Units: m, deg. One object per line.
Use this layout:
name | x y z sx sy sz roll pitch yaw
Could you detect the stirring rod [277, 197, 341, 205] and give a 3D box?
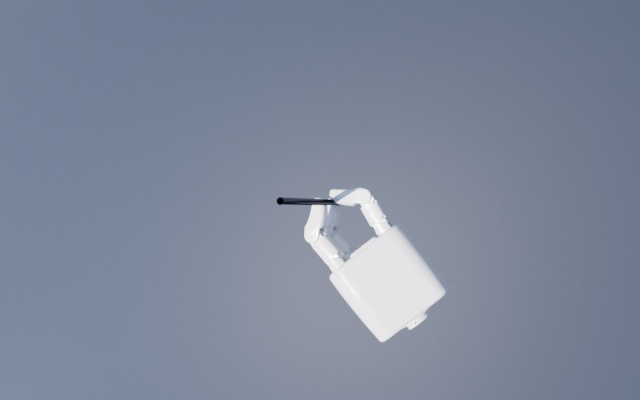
stirring rod | 0.000 0.002 0.602 0.011 0.011 0.239 0 -1 20
